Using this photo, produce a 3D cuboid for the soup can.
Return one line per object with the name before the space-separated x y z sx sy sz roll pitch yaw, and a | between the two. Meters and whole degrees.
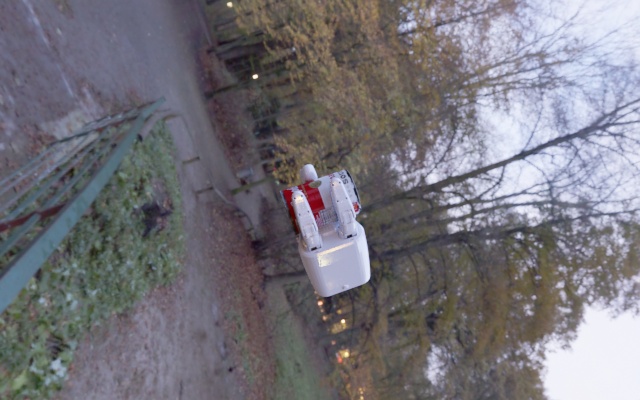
soup can | 0.000 0.002 0.690 0.102 0.068 0.068 -19 1 -4
